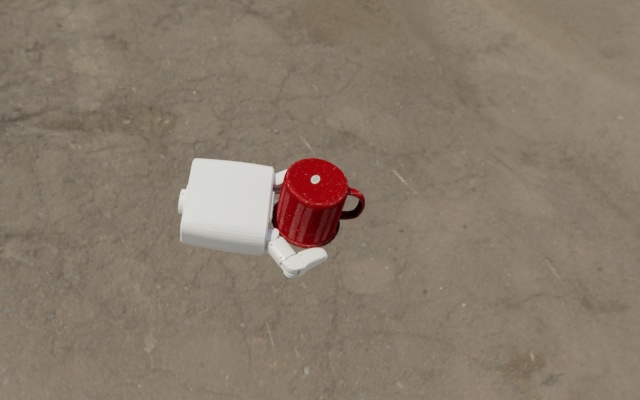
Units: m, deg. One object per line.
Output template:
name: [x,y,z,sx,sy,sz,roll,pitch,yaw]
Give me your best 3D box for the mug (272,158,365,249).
mug: [0.002,0.002,0.610,0.117,0.093,0.082,6,-40,-10]
